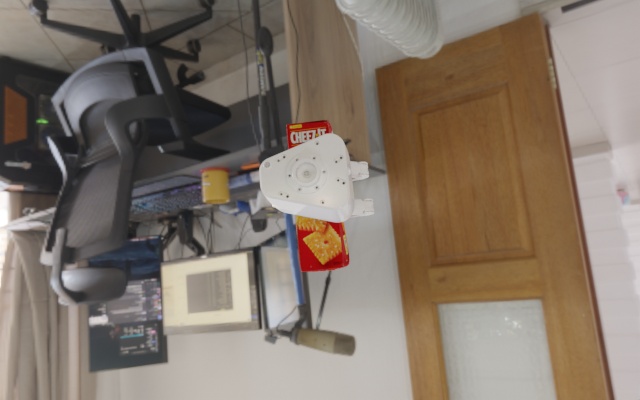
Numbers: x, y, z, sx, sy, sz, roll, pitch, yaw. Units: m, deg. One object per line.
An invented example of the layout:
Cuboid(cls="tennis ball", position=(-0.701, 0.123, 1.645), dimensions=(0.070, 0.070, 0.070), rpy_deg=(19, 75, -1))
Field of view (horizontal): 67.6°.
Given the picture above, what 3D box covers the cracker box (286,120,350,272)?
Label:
Cuboid(cls="cracker box", position=(0.000, 0.003, 0.747), dimensions=(0.072, 0.213, 0.164), rpy_deg=(-6, -9, 4))
